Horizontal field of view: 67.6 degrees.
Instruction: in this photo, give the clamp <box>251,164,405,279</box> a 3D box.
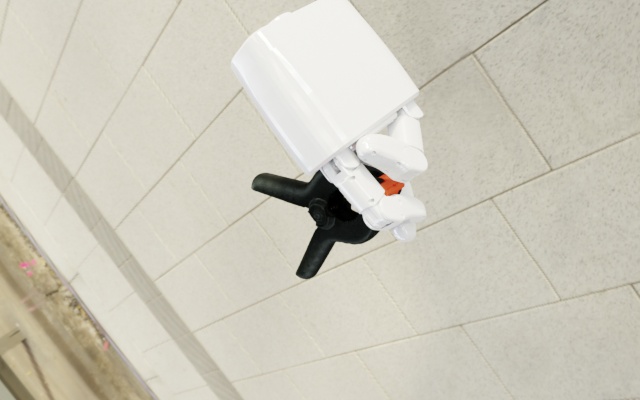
[{"bbox_3d":[0.000,0.002,0.451,0.171,0.120,0.039,-35,3,44],"label":"clamp"}]
